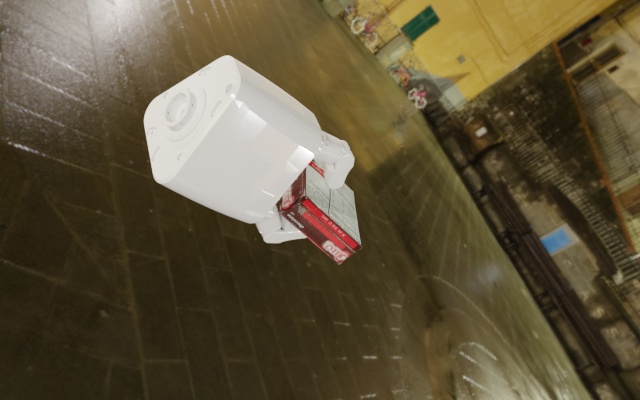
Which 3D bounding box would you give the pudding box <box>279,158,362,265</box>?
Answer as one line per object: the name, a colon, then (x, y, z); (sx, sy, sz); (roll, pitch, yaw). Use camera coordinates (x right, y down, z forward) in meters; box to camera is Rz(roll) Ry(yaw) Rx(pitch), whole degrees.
pudding box: (0.000, 0.002, 0.517); (0.039, 0.090, 0.113); (-36, 27, 21)
